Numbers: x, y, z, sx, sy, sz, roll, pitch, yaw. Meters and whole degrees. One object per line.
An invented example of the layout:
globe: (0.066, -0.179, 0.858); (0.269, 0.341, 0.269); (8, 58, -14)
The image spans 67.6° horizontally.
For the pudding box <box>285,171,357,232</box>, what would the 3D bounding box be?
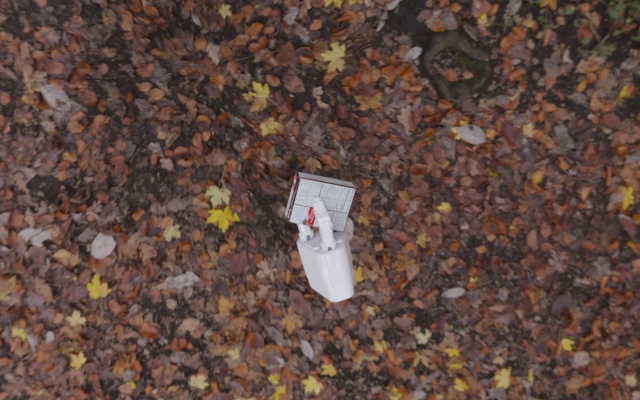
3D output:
pudding box: (0.000, 0.003, 0.870); (0.113, 0.090, 0.039); (10, 16, -18)
